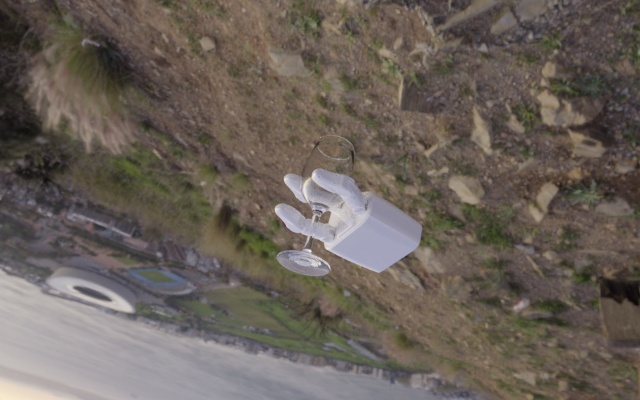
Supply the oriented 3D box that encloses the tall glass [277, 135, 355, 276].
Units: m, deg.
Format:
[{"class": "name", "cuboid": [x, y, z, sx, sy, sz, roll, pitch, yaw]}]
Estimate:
[{"class": "tall glass", "cuboid": [0.000, 0.003, 0.690, 0.079, 0.201, 0.079, 11, -29, 7]}]
